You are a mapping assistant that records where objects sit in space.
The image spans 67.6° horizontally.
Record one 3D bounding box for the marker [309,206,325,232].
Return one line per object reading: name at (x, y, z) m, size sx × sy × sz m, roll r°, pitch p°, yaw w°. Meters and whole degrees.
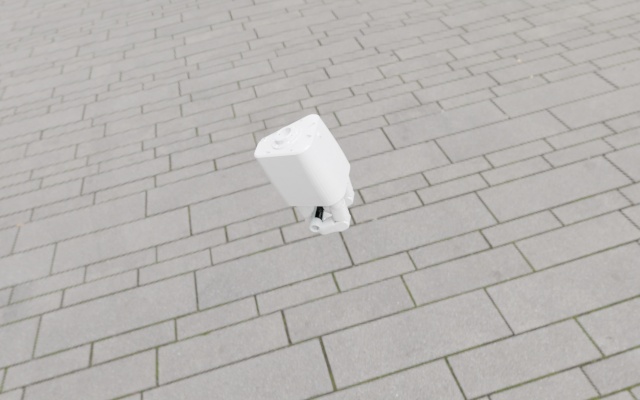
marker at (0.000, 0.003, 0.800) m, size 0.020 × 0.020 × 0.121 m, roll 0°, pitch 44°, yaw 12°
